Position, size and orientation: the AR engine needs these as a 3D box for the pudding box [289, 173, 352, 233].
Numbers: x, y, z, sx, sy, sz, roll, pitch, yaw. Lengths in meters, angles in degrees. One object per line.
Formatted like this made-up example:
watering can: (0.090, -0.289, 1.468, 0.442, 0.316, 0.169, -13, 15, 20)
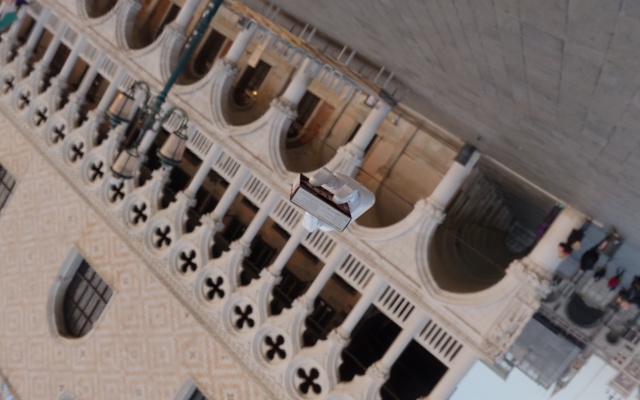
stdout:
pudding box: (0.000, 0.003, 0.860, 0.113, 0.039, 0.090, 30, 13, -10)
